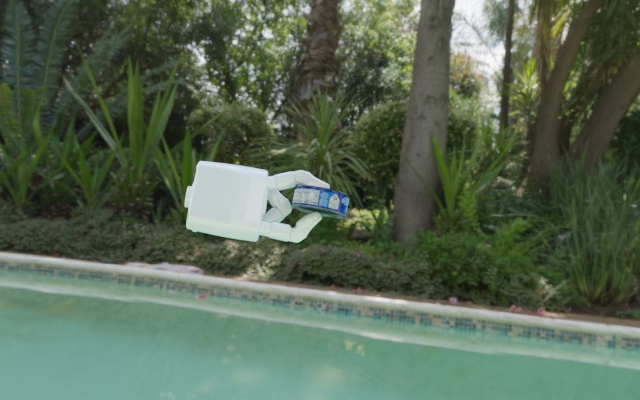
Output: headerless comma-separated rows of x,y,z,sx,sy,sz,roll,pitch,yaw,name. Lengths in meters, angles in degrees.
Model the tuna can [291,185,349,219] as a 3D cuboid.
0.000,0.002,0.731,0.086,0.033,0.086,11,-8,1,tuna can
